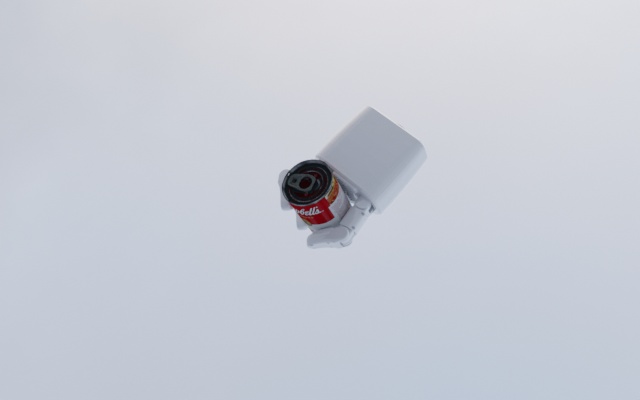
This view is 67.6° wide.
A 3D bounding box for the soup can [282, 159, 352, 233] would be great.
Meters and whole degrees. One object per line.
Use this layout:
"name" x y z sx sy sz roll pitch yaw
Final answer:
"soup can" 0.000 0.003 0.628 0.068 0.068 0.102 0 -30 23
